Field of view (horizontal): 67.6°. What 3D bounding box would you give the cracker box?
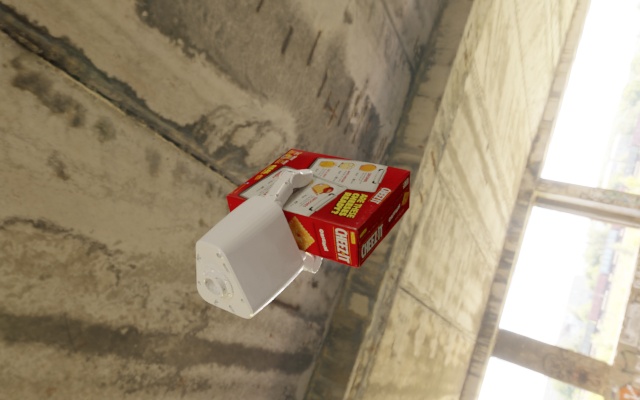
[{"bbox_3d":[0.000,0.002,0.693,0.213,0.072,0.164,14,37,30],"label":"cracker box"}]
